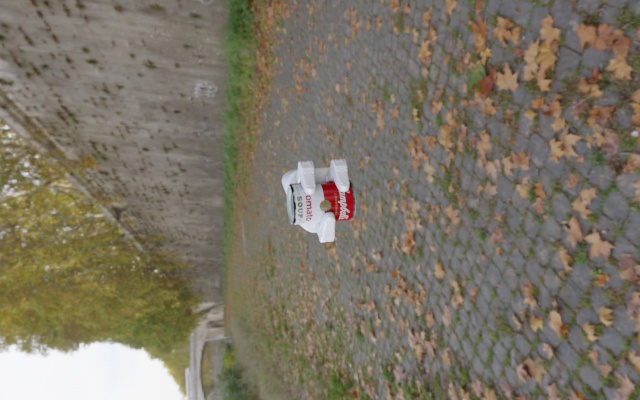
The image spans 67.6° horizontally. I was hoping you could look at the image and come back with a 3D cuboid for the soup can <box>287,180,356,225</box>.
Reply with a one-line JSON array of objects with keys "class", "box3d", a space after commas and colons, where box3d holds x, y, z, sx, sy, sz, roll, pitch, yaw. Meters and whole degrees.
[{"class": "soup can", "box3d": [0.000, 0.003, 0.782, 0.102, 0.068, 0.068, -4, 1, -12]}]
